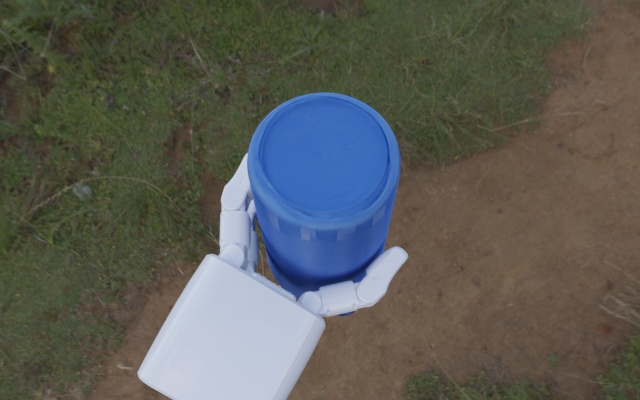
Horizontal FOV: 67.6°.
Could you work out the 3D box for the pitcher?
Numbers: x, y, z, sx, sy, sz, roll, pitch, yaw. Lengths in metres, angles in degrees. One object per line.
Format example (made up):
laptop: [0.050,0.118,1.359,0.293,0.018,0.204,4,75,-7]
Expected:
pitcher: [0.000,0.002,0.441,0.149,0.145,0.243,29,-18,11]
